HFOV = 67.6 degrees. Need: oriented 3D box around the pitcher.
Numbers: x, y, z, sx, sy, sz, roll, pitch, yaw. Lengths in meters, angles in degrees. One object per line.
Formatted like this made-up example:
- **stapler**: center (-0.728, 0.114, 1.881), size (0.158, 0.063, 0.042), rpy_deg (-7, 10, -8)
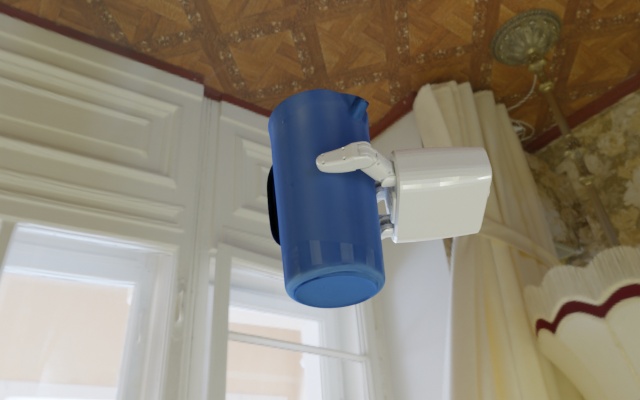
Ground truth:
- **pitcher**: center (0.000, 0.002, 0.575), size (0.145, 0.242, 0.149), rpy_deg (-5, -33, 0)
